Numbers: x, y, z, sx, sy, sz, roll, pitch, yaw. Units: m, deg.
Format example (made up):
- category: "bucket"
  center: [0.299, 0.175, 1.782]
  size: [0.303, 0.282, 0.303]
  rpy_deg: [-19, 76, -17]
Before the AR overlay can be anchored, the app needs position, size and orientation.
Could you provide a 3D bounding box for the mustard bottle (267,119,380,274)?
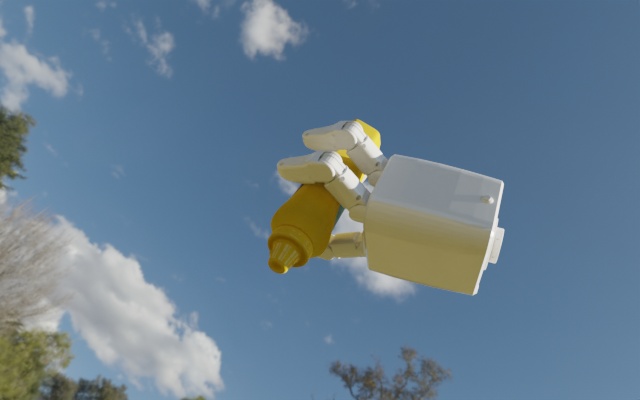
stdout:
- category: "mustard bottle"
  center: [0.000, 0.001, 0.477]
  size: [0.058, 0.096, 0.191]
  rpy_deg: [32, 45, 1]
